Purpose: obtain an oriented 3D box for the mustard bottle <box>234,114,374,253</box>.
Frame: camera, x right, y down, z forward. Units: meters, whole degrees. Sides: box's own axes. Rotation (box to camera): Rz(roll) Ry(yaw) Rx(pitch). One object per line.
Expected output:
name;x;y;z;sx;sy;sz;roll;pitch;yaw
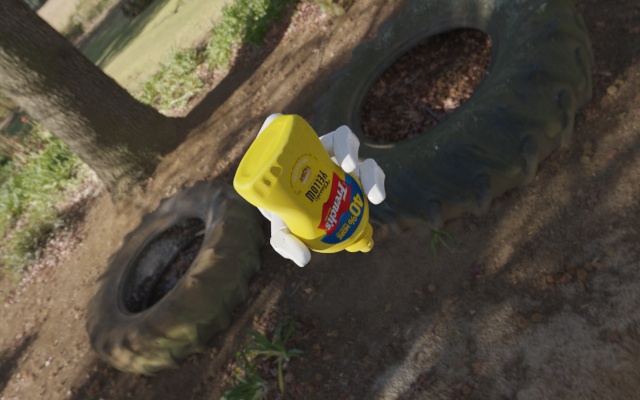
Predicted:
mustard bottle;0.000;0.002;0.521;0.058;0.096;0.192;8;-28;48
